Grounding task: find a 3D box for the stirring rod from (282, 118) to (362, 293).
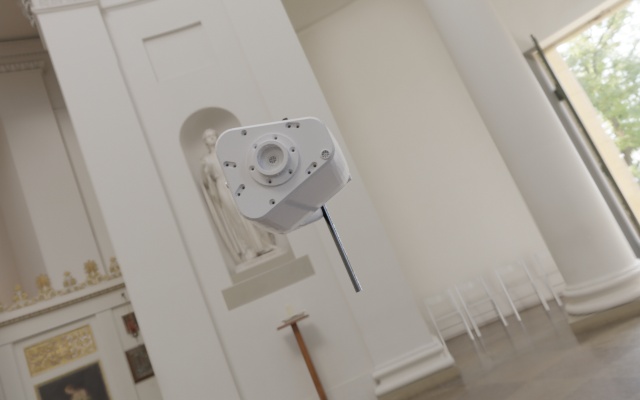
[{"bbox_3d":[0.000,0.002,0.601,0.011,0.239,0.011,-22,-11,-5],"label":"stirring rod"}]
